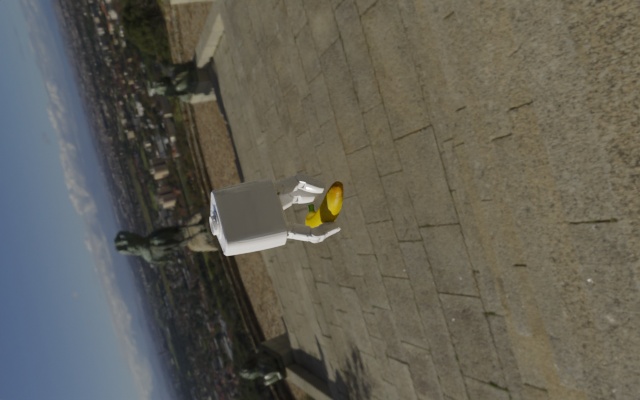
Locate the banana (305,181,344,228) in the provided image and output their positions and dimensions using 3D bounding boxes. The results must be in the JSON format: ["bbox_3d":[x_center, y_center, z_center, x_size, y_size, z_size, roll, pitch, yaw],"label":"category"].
[{"bbox_3d":[0.002,0.022,0.879,0.037,0.069,0.198,-6,-11,-19],"label":"banana"}]
